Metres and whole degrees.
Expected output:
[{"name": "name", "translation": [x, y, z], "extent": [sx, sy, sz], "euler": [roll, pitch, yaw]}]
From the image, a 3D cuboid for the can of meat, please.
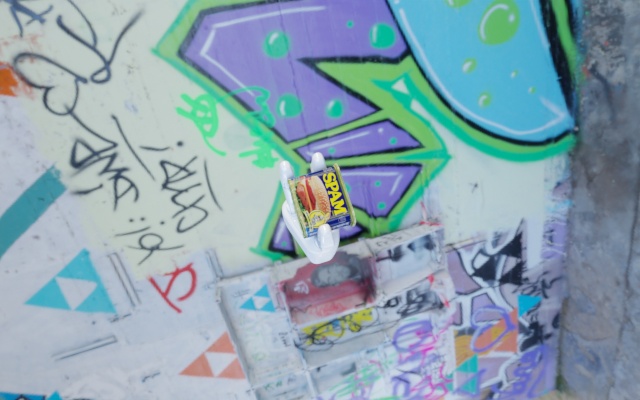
[{"name": "can of meat", "translation": [0.000, 0.003, 0.758], "extent": [0.084, 0.102, 0.057], "euler": [-16, -14, -6]}]
